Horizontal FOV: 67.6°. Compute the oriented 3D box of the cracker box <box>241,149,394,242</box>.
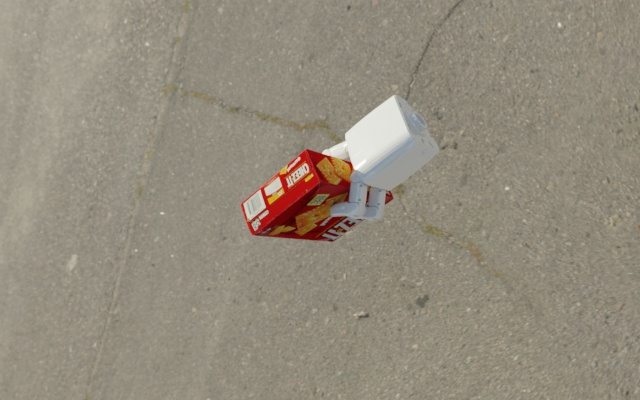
[{"bbox_3d":[0.000,0.002,0.815,0.164,0.072,0.214,-37,-28,29],"label":"cracker box"}]
